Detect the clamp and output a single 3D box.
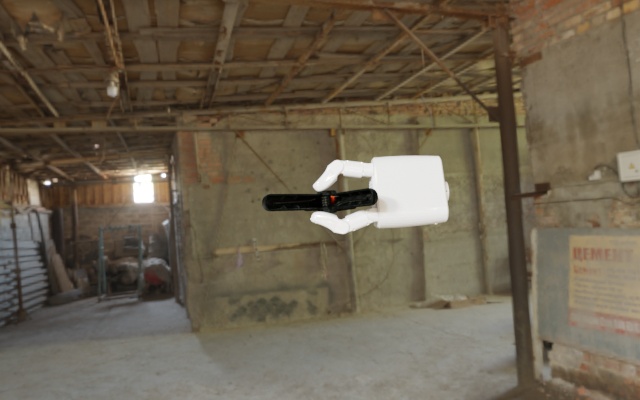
[{"bbox_3d":[0.000,0.002,0.758,0.164,0.036,0.210,-2,-2,1],"label":"clamp"}]
